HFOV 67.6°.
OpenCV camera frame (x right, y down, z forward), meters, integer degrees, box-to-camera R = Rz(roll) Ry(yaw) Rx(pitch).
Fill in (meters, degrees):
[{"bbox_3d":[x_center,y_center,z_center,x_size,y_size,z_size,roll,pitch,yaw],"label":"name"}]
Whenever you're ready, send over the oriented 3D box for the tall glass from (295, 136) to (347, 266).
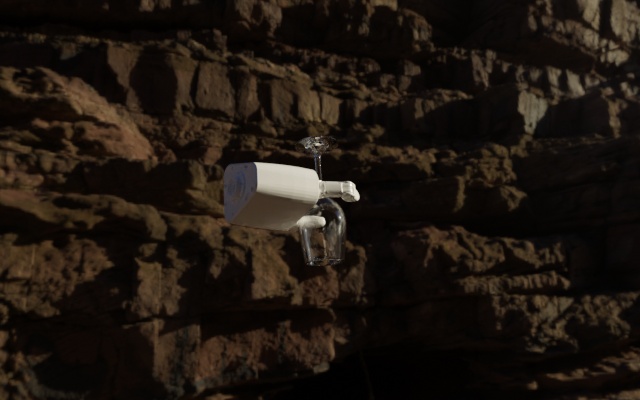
[{"bbox_3d":[0.000,0.002,0.772,0.079,0.201,0.079,-4,-16,-1],"label":"tall glass"}]
